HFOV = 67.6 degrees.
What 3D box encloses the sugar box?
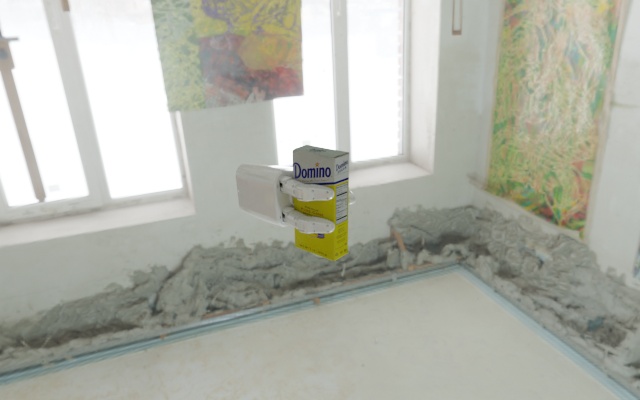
[{"bbox_3d":[0.000,0.003,0.786,0.093,0.176,0.048,15,27,38],"label":"sugar box"}]
